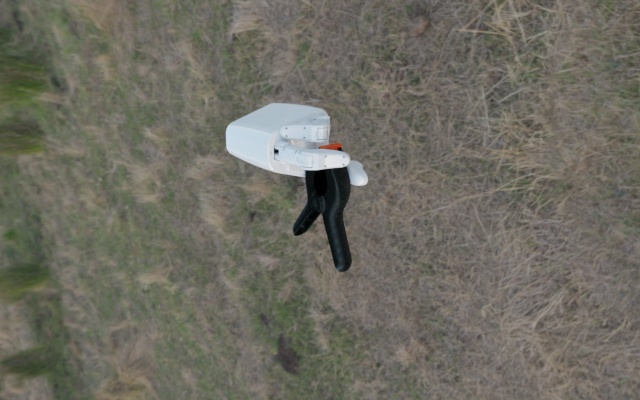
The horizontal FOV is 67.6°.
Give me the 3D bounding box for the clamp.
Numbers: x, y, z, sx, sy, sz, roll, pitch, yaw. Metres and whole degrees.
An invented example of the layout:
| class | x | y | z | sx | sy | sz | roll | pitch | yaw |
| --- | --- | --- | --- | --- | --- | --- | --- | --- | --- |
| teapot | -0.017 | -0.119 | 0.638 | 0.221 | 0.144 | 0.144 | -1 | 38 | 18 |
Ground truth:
| class | x | y | z | sx | sy | sz | roll | pitch | yaw |
| --- | --- | --- | --- | --- | --- | --- | --- | --- | --- |
| clamp | 0.000 | 0.002 | 0.654 | 0.039 | 0.171 | 0.120 | -16 | 26 | -41 |
